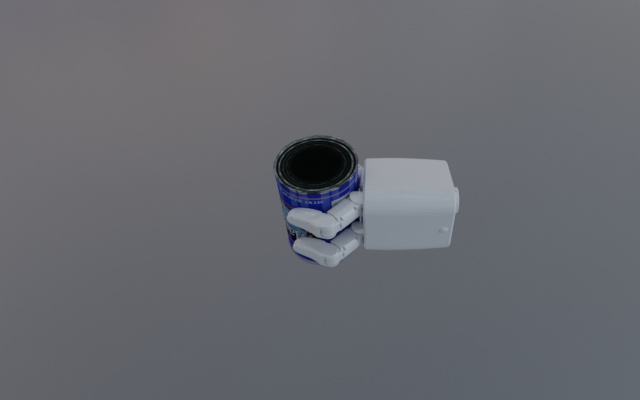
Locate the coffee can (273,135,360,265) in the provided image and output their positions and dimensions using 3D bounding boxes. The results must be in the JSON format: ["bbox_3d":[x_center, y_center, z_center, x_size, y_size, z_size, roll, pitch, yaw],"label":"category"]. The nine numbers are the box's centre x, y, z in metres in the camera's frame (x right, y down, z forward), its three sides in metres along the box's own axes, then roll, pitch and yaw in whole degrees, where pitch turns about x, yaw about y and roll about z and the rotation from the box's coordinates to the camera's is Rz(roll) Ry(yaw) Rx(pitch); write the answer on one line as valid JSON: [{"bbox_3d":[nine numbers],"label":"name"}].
[{"bbox_3d":[0.000,0.002,0.620,0.103,0.102,0.140,0,-43,7],"label":"coffee can"}]
